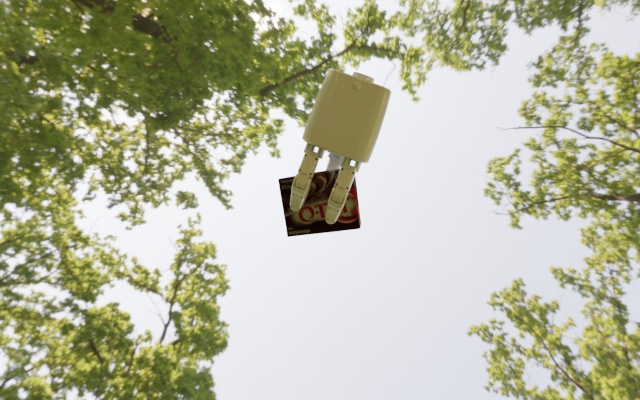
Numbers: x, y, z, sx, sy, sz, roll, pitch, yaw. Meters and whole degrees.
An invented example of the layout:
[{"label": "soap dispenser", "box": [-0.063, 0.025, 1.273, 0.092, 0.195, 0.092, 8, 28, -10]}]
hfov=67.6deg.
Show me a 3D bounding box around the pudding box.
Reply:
[{"label": "pudding box", "box": [0.000, 0.002, 0.712, 0.113, 0.090, 0.039, -7, 8, 10]}]
